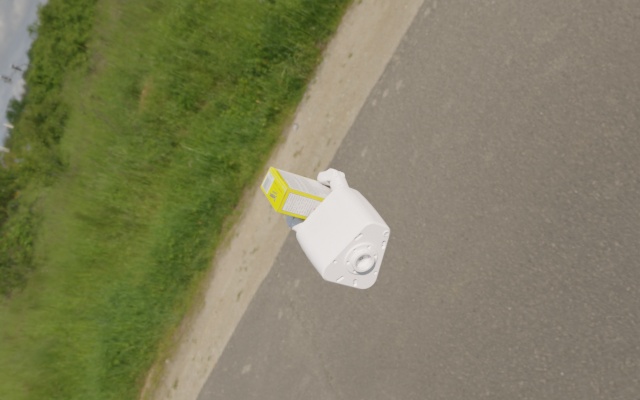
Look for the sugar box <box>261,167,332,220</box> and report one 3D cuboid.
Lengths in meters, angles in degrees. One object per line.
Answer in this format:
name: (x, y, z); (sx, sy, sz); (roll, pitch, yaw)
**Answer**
sugar box: (0.000, 0.003, 0.768); (0.176, 0.048, 0.093); (19, 18, -30)
